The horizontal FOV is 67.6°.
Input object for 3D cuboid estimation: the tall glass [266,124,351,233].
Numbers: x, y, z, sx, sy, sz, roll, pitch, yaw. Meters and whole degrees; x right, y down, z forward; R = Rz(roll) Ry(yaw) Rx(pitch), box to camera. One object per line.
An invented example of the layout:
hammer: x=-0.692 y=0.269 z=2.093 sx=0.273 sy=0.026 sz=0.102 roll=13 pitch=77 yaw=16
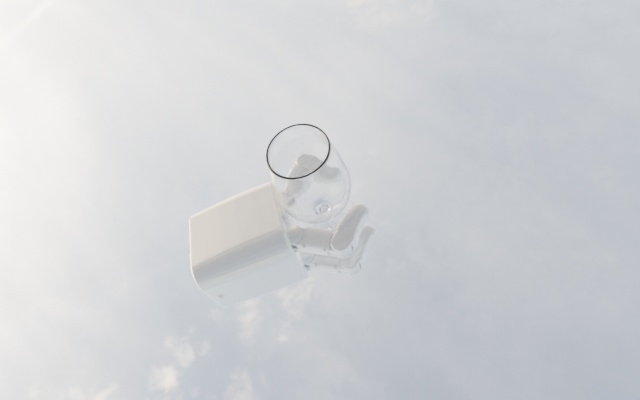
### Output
tall glass: x=0.000 y=0.002 z=0.522 sx=0.079 sy=0.079 sz=0.201 roll=0 pitch=-29 yaw=14
